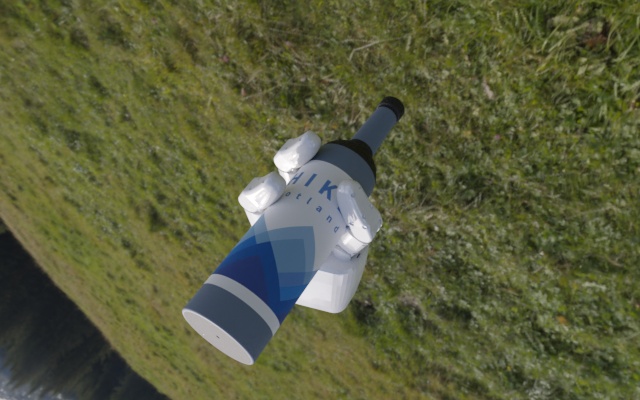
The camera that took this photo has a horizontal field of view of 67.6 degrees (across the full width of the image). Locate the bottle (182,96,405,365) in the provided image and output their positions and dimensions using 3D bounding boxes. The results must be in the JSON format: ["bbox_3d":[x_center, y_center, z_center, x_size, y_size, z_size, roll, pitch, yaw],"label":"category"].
[{"bbox_3d":[0.000,0.002,0.428,0.069,0.069,0.295,0,43,46],"label":"bottle"}]
